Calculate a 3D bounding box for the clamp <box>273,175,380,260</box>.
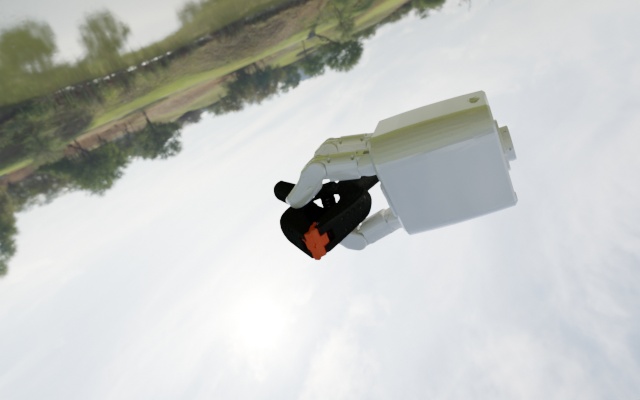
[{"bbox_3d":[0.000,0.003,0.505,0.164,0.036,0.210,-16,19,21],"label":"clamp"}]
